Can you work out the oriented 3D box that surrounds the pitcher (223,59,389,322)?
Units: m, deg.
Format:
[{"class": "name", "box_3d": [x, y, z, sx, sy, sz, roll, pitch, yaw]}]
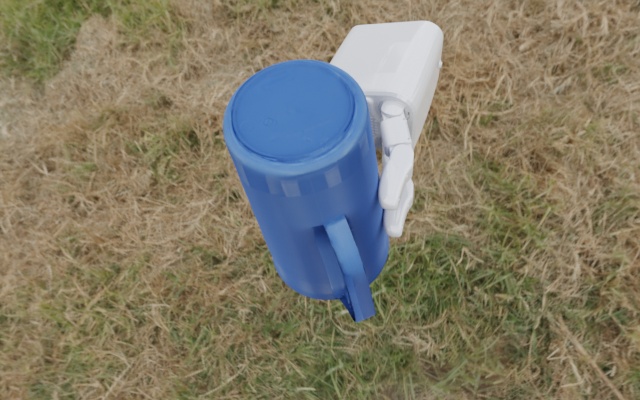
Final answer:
[{"class": "pitcher", "box_3d": [0.000, 0.001, 0.438, 0.149, 0.145, 0.243, 19, -24, 18]}]
